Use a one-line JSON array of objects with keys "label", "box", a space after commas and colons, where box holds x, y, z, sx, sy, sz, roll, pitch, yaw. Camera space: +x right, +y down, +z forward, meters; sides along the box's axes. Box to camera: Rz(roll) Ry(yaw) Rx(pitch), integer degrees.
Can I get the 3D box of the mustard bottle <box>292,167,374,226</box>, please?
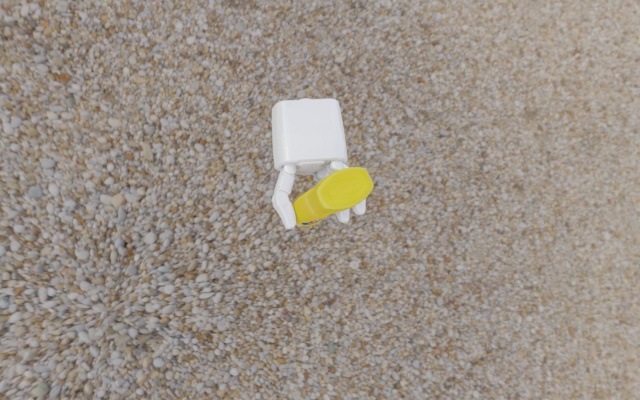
[{"label": "mustard bottle", "box": [0.000, 0.003, 0.768, 0.096, 0.058, 0.192, -26, -1, -27]}]
